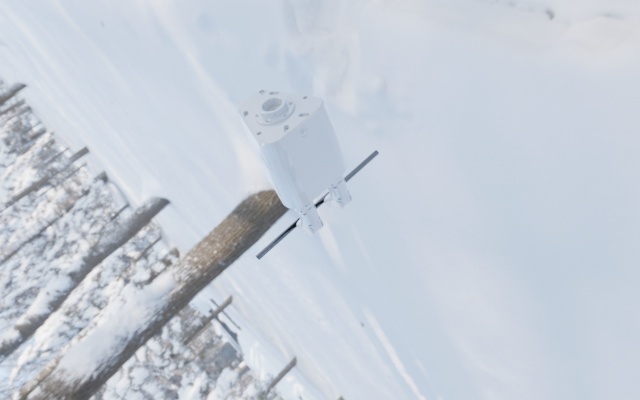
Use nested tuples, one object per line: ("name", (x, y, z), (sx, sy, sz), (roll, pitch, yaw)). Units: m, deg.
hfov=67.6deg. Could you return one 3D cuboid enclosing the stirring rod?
("stirring rod", (0.000, 0.002, 0.686), (0.239, 0.011, 0.011), (-41, 15, -18))
